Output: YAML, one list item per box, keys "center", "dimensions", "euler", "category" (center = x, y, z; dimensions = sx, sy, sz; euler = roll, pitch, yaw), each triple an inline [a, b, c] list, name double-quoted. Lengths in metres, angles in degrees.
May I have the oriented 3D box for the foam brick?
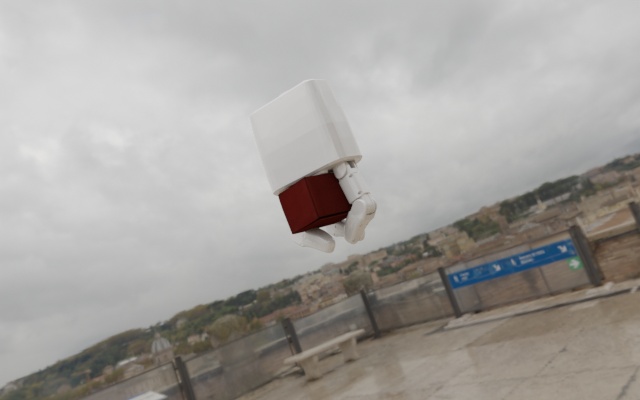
- center: [0.000, 0.002, 0.557]
  dimensions: [0.078, 0.051, 0.053]
  euler: [-12, -13, -46]
  category: "foam brick"
